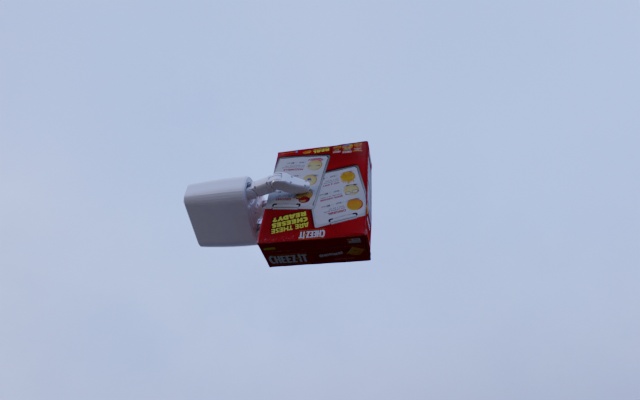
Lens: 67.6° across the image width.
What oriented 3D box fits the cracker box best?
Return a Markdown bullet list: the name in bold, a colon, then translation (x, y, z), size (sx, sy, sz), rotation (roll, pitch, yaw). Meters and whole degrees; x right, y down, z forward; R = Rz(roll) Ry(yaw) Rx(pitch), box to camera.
- **cracker box**: translation (0.000, 0.002, 0.776), size (0.164, 0.213, 0.072), rotation (-6, -45, 12)
